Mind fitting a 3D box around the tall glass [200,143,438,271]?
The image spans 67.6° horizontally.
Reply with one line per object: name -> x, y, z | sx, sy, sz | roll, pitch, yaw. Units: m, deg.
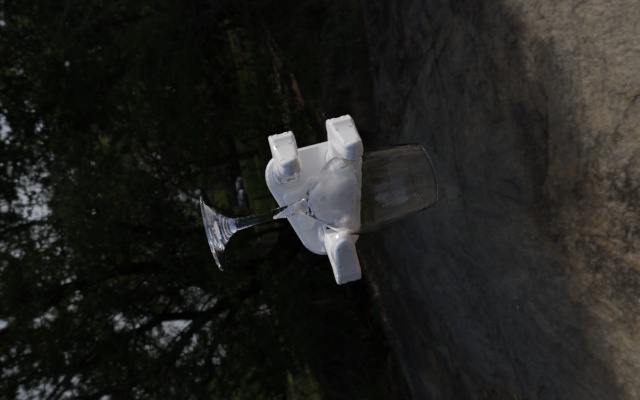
tall glass -> -0.001, 0.002, 0.433 | 0.201, 0.079, 0.079 | -15, 1, -5
